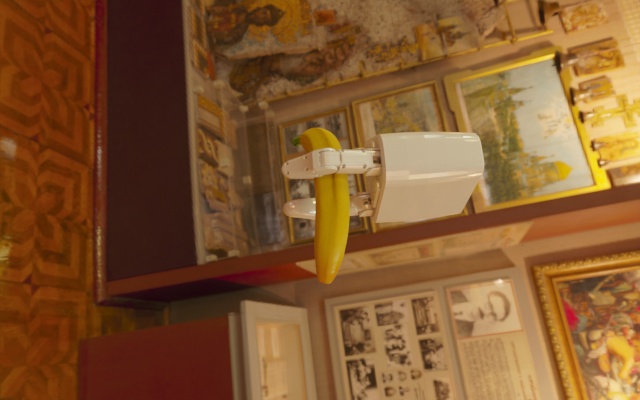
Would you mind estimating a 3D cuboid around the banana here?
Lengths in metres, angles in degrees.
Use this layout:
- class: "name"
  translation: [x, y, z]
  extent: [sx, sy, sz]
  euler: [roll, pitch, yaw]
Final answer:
- class: "banana"
  translation: [0.005, -0.012, 0.513]
  extent: [0.037, 0.197, 0.070]
  euler: [4, -37, -20]
